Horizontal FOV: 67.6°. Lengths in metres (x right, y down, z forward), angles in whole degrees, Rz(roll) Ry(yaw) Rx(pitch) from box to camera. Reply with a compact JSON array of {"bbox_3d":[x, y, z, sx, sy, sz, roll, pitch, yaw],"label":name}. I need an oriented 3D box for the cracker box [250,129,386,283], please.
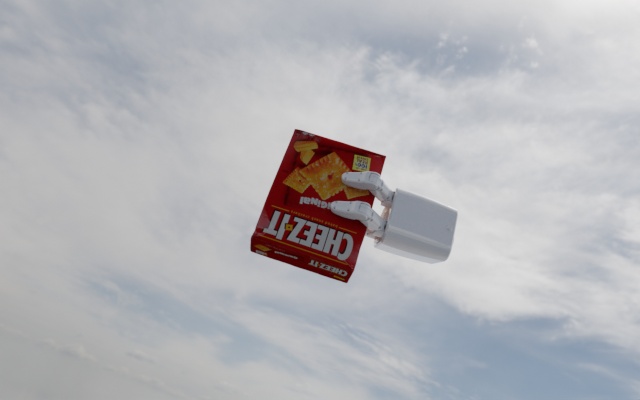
[{"bbox_3d":[0.000,0.002,0.771,0.164,0.213,0.072,18,-28,2],"label":"cracker box"}]
